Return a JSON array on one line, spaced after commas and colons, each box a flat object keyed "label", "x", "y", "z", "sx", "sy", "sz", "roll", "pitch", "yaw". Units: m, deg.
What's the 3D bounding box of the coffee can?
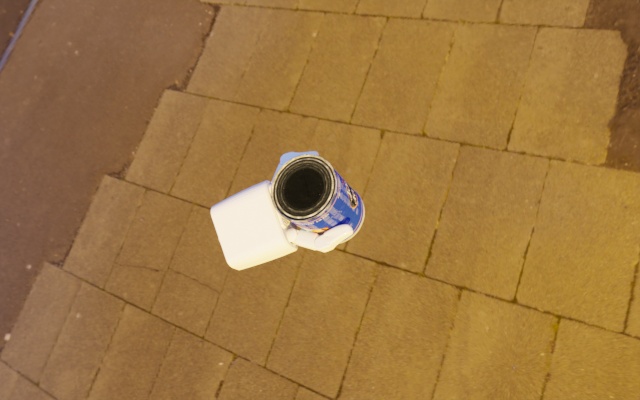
[{"label": "coffee can", "x": 0.000, "y": 0.002, "z": 0.739, "sx": 0.103, "sy": 0.102, "sz": 0.140, "roll": 0, "pitch": -18, "yaw": 22}]
